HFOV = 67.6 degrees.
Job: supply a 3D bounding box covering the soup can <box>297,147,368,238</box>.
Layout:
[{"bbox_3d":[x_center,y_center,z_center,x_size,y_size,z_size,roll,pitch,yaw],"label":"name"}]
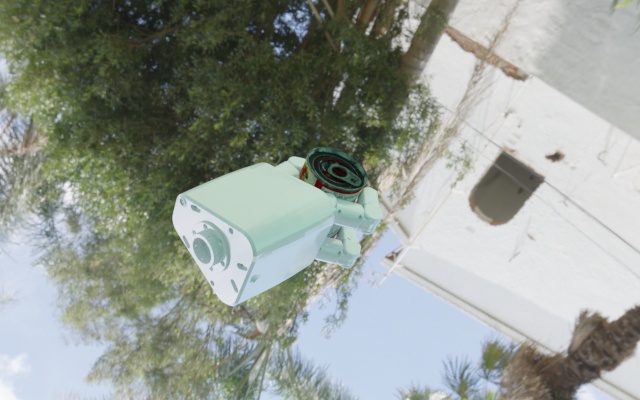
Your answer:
[{"bbox_3d":[0.000,0.002,0.526,0.068,0.102,0.068,16,38,-13],"label":"soup can"}]
